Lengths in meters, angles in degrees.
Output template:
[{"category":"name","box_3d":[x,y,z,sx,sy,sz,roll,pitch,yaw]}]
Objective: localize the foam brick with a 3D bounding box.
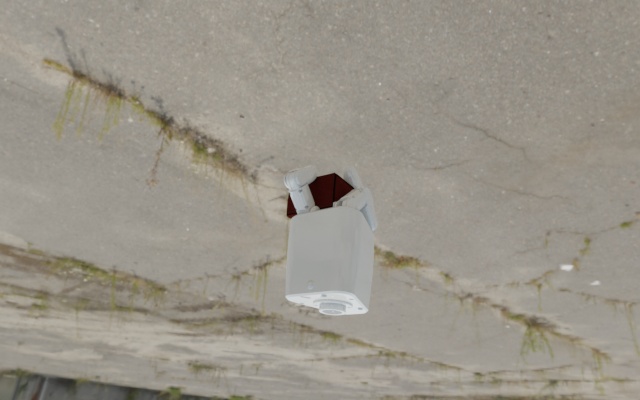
[{"category":"foam brick","box_3d":[0.000,0.002,0.652,0.078,0.051,0.053,-12,-30,33]}]
